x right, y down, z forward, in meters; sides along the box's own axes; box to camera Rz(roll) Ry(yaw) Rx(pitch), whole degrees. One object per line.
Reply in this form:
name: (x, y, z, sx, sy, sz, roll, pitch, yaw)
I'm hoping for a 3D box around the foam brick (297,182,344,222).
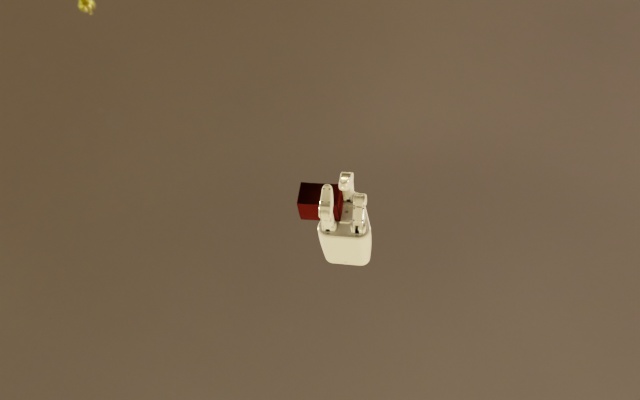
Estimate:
foam brick: (0.000, 0.003, 0.885, 0.078, 0.053, 0.051, 4, -36, 11)
